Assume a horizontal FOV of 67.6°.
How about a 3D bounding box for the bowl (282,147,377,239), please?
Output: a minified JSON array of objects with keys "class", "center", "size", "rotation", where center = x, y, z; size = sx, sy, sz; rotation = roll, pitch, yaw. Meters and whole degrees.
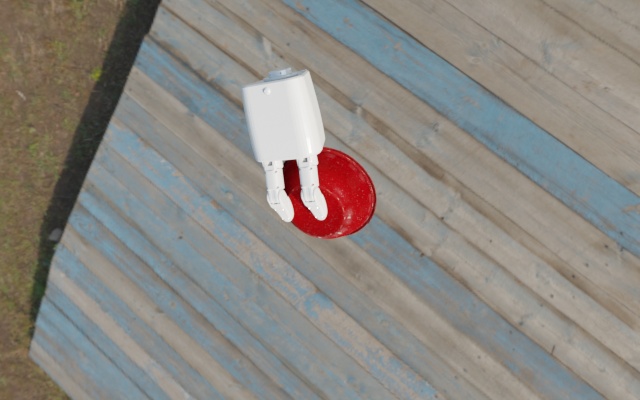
[{"class":"bowl","center":[0.001,0.004,0.722],"size":[0.162,0.162,0.055],"rotation":[0,31,22]}]
